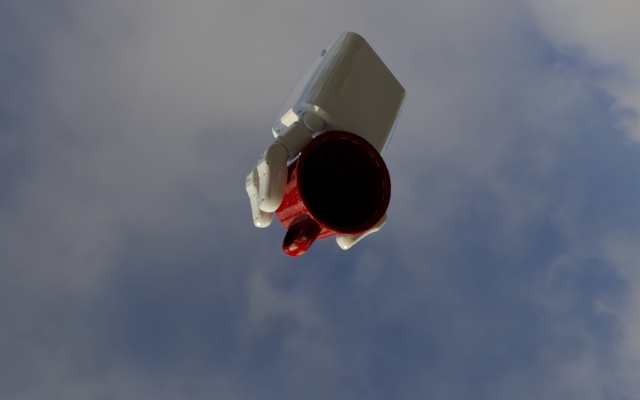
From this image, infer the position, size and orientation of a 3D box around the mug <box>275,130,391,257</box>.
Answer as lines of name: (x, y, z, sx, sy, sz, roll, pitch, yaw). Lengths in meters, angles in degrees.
mug: (-0.001, 0.003, 0.441, 0.093, 0.117, 0.081, 34, -24, -15)
